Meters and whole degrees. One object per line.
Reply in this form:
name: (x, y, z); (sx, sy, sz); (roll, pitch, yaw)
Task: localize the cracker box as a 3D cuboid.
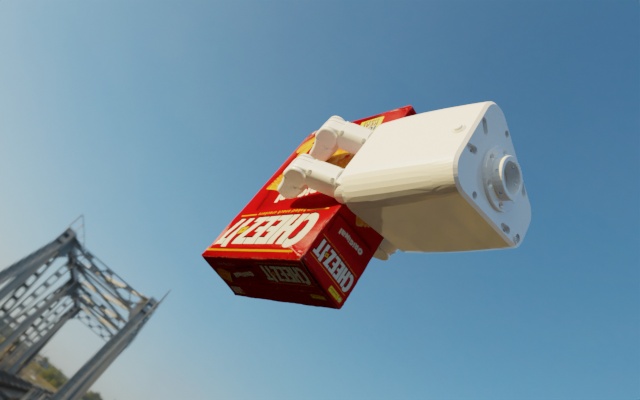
cracker box: (0.000, 0.002, 0.495); (0.164, 0.072, 0.213); (-7, 37, 48)
